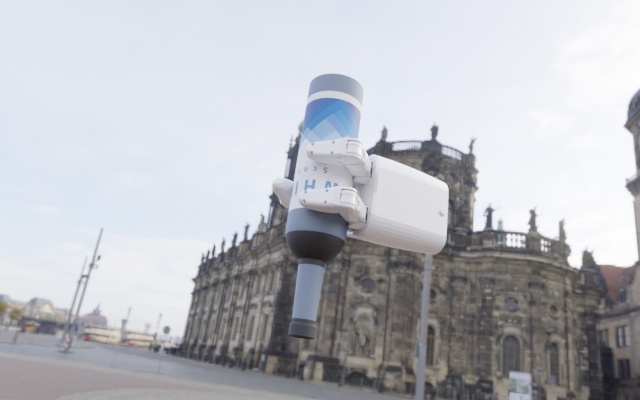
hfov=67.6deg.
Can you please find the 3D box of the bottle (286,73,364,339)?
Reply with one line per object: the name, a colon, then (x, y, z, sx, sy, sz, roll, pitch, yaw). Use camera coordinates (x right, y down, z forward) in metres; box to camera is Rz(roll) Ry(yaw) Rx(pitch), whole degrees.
bottle: (0.000, 0.001, 0.533, 0.069, 0.295, 0.069, 7, -19, 3)
